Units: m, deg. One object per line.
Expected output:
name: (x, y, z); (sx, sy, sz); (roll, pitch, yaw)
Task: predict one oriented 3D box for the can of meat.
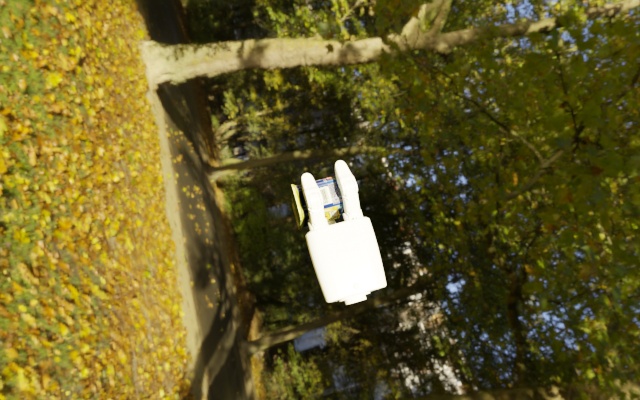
can of meat: (0.000, 0.002, 0.756); (0.084, 0.057, 0.102); (-14, -15, -7)
